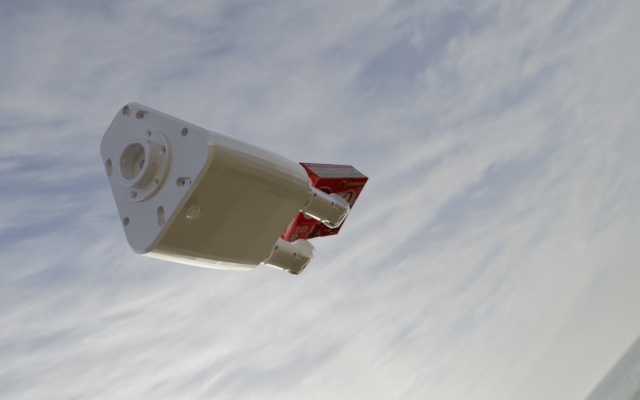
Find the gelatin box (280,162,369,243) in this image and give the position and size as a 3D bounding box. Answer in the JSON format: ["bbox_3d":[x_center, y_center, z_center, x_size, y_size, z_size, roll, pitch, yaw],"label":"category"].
[{"bbox_3d":[0.000,0.001,0.471,0.030,0.073,0.089,39,24,28],"label":"gelatin box"}]
